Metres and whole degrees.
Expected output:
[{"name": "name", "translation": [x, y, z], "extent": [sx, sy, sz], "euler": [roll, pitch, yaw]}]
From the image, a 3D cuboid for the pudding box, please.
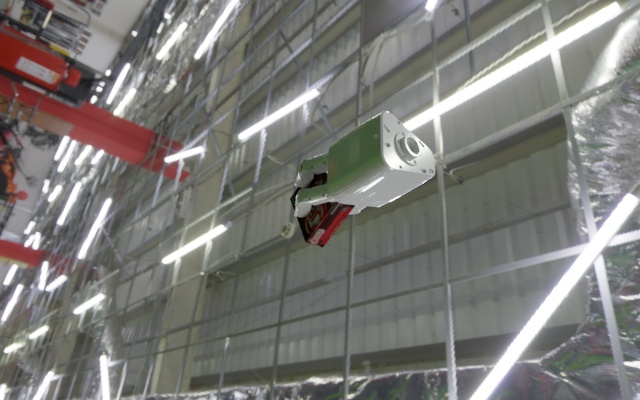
[{"name": "pudding box", "translation": [0.000, 0.002, 0.738], "extent": [0.039, 0.090, 0.113], "euler": [23, 27, -30]}]
